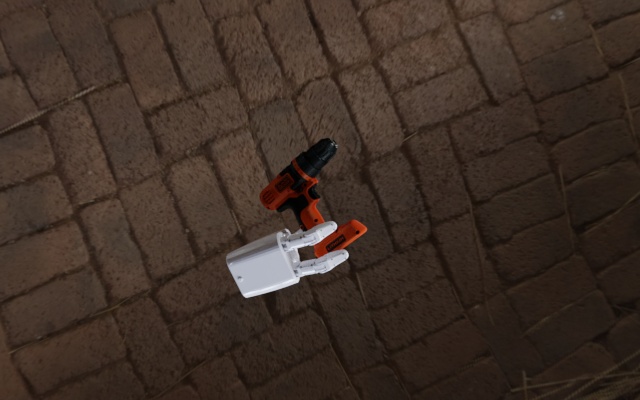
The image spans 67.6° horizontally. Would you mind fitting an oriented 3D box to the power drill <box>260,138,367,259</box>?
[{"bbox_3d":[0.000,0.003,0.881,0.184,0.187,0.057,-40,-9,21],"label":"power drill"}]
